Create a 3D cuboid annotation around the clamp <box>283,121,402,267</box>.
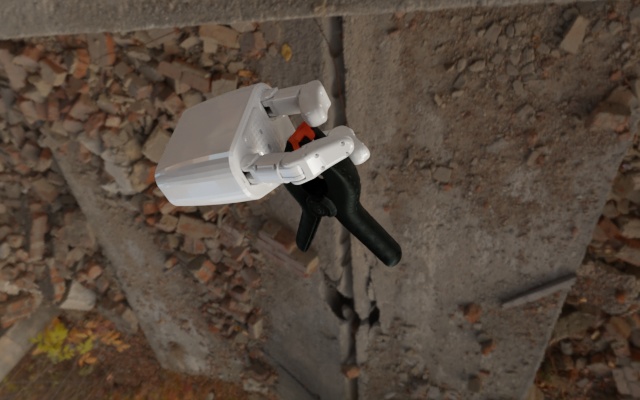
[{"bbox_3d":[0.000,0.002,0.466,0.120,0.171,0.039,-7,37,32],"label":"clamp"}]
